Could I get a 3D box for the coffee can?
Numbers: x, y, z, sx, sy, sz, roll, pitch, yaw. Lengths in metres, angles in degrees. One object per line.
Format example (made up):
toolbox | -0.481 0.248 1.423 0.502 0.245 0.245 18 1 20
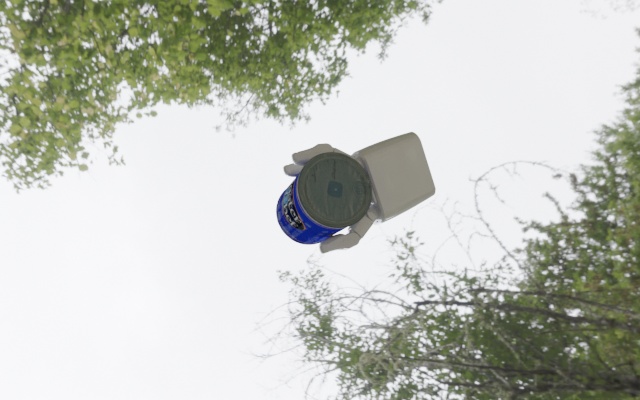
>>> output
coffee can | 0.000 0.002 0.682 0.103 0.102 0.140 0 -14 -17
